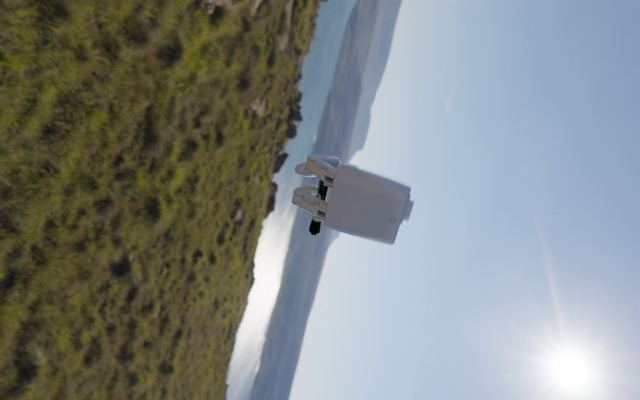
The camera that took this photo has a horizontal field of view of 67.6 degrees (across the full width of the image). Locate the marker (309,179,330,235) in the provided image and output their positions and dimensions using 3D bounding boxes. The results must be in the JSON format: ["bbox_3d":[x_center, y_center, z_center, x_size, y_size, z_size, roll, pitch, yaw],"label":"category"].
[{"bbox_3d":[0.000,0.002,0.762,0.020,0.121,0.020,10,26,-5],"label":"marker"}]
